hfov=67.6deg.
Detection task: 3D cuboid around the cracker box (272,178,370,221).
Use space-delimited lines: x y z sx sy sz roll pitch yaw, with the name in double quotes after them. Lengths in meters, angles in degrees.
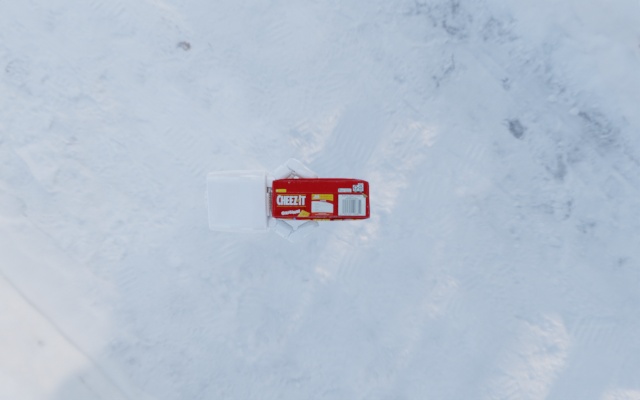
0.000 0.003 0.887 0.164 0.072 0.214 0 -3 0 "cracker box"
